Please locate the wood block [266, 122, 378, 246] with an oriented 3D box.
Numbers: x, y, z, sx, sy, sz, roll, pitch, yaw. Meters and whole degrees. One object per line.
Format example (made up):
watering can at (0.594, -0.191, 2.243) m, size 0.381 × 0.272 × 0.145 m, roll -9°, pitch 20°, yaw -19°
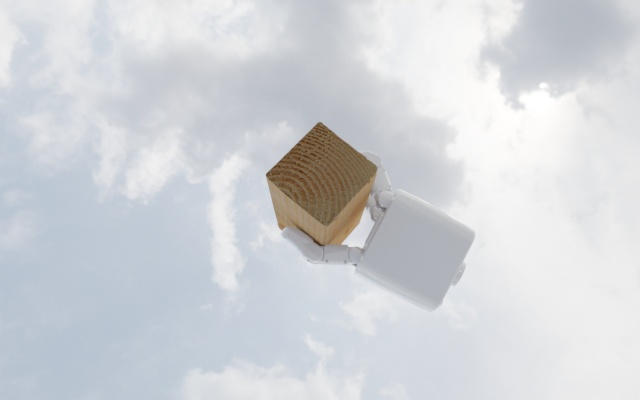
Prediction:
wood block at (0.000, 0.003, 0.607) m, size 0.090 × 0.091 × 0.206 m, roll 40°, pitch -15°, yaw 12°
